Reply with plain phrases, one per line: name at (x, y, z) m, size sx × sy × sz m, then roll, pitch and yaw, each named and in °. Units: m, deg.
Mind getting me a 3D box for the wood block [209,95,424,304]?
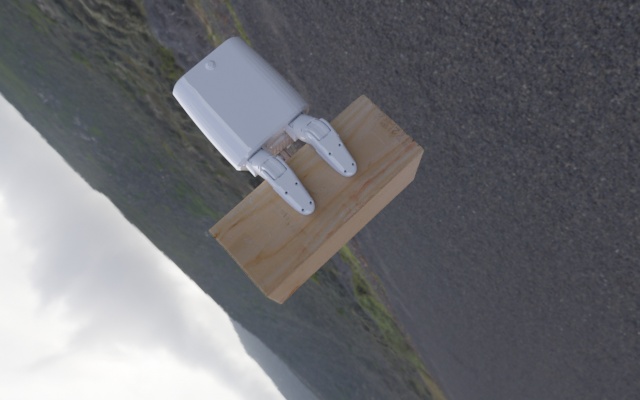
wood block at (0.000, 0.002, 0.500) m, size 0.206 × 0.090 × 0.091 m, roll -42°, pitch -14°, yaw -8°
